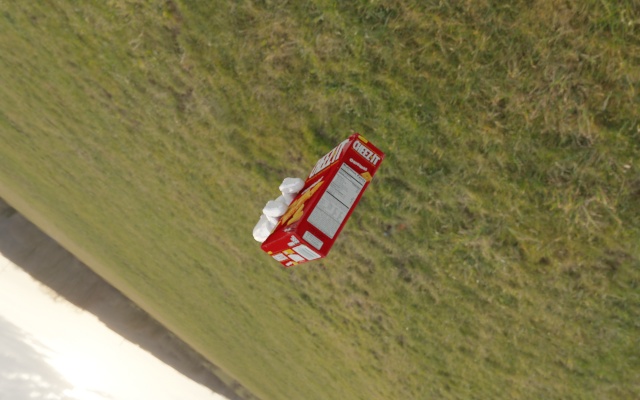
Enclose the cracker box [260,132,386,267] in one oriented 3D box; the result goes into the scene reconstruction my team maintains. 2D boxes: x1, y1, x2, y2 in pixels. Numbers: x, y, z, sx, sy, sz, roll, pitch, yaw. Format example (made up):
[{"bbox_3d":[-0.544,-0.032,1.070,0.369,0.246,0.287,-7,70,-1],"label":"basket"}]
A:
[{"bbox_3d":[0.000,0.003,0.815,0.072,0.213,0.164,38,-25,-12],"label":"cracker box"}]
